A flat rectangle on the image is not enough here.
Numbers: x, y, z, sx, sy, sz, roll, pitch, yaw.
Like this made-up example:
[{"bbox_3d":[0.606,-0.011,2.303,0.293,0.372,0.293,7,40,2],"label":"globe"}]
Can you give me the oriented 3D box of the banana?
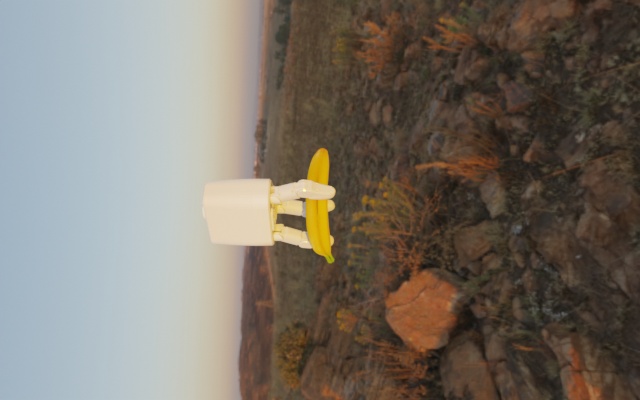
[{"bbox_3d":[-0.003,0.003,0.786,0.037,0.197,0.069,-3,-10,10],"label":"banana"}]
